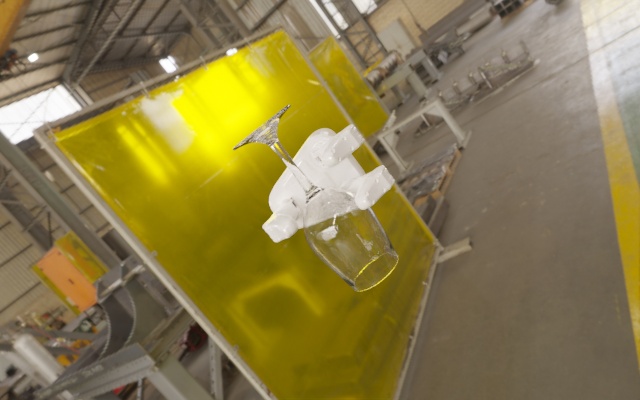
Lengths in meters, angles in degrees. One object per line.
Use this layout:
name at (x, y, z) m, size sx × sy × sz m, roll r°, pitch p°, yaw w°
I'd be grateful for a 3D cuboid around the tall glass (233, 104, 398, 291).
tall glass at (0.000, 0.001, 0.505) m, size 0.079 × 0.201 × 0.079 m, roll -37°, pitch 11°, yaw 8°
